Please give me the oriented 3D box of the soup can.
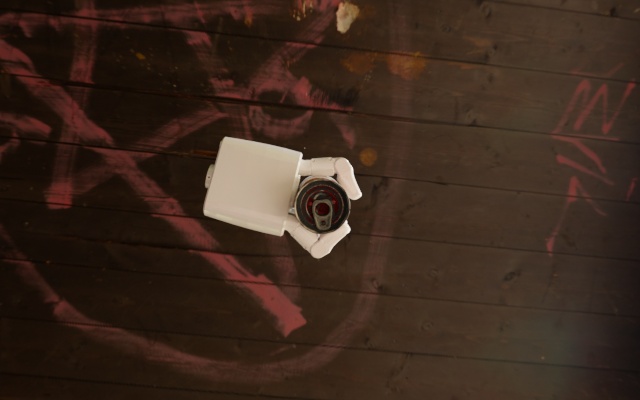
[{"bbox_3d":[0.001,0.002,0.624,0.068,0.068,0.102,0,6,-2],"label":"soup can"}]
